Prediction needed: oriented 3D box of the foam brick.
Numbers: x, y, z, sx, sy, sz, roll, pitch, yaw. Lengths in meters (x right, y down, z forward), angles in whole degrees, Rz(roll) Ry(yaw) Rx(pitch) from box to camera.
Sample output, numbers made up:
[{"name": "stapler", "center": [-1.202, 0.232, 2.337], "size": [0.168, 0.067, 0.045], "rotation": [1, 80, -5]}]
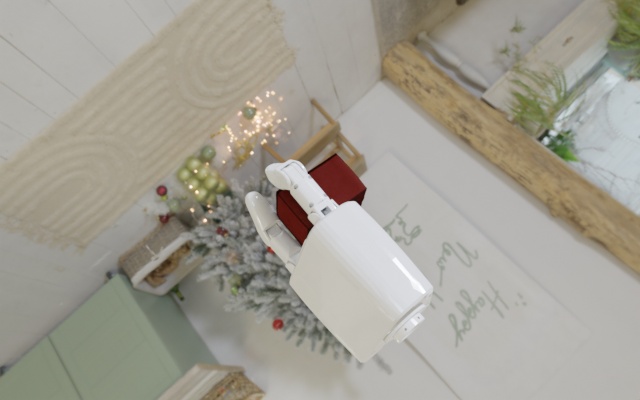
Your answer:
[{"name": "foam brick", "center": [0.000, 0.001, 0.484], "size": [0.078, 0.051, 0.053], "rotation": [-35, -21, -21]}]
